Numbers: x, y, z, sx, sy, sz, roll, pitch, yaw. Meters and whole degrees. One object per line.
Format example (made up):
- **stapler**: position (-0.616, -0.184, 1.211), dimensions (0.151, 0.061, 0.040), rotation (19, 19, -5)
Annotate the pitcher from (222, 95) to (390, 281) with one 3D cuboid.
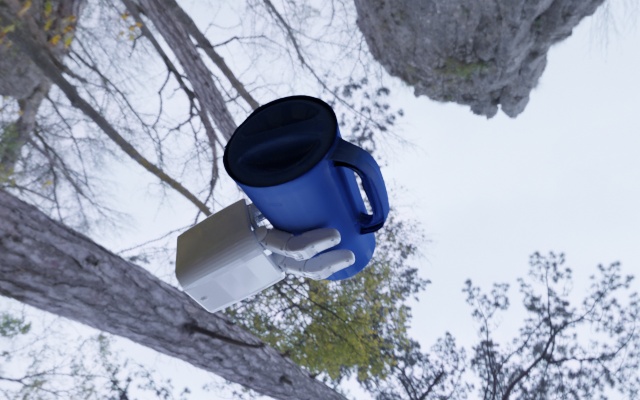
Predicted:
- **pitcher**: position (0.000, 0.002, 0.589), dimensions (0.145, 0.149, 0.243), rotation (-28, -42, 1)
